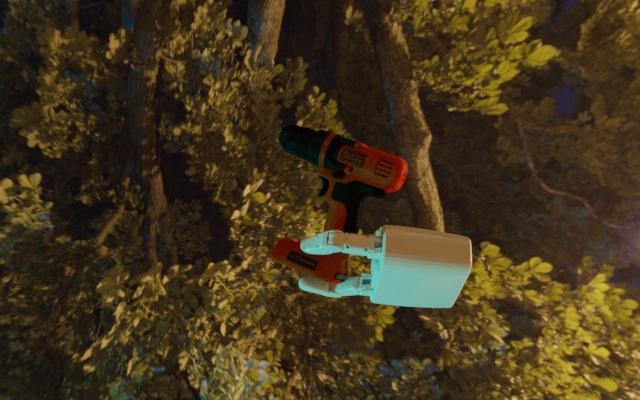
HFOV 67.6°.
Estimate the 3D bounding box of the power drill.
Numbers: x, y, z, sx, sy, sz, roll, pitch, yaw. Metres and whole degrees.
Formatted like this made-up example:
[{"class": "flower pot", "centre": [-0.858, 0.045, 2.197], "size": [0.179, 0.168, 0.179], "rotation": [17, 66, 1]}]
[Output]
[{"class": "power drill", "centre": [0.000, 0.003, 0.631], "size": [0.184, 0.187, 0.057], "rotation": [21, -1, 21]}]
